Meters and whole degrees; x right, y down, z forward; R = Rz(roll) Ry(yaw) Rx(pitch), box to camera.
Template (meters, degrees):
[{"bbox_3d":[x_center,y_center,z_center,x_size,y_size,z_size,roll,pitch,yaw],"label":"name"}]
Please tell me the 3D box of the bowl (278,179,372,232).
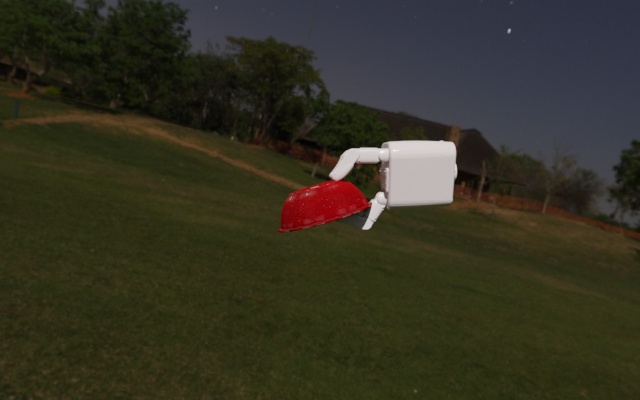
[{"bbox_3d":[-0.001,0.003,0.780,0.162,0.055,0.162,-17,4,1],"label":"bowl"}]
